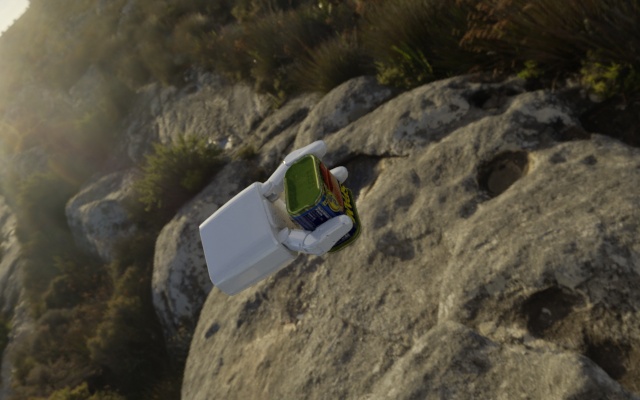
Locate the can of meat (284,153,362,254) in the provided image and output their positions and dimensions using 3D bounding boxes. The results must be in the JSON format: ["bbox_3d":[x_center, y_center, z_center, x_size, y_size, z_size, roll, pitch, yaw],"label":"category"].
[{"bbox_3d":[0.000,0.002,0.596,0.057,0.102,0.084,-32,-52,18],"label":"can of meat"}]
